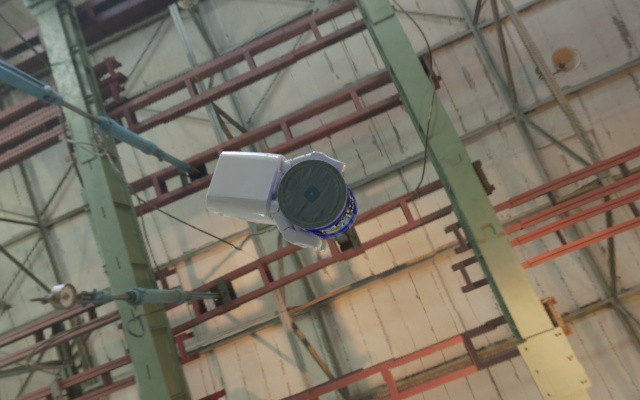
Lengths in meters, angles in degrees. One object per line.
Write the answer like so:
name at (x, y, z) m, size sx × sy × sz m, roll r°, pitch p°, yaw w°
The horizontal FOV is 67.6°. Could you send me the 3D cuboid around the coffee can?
coffee can at (0.000, 0.002, 0.754) m, size 0.103 × 0.102 × 0.140 m, roll 0°, pitch -10°, yaw 11°
